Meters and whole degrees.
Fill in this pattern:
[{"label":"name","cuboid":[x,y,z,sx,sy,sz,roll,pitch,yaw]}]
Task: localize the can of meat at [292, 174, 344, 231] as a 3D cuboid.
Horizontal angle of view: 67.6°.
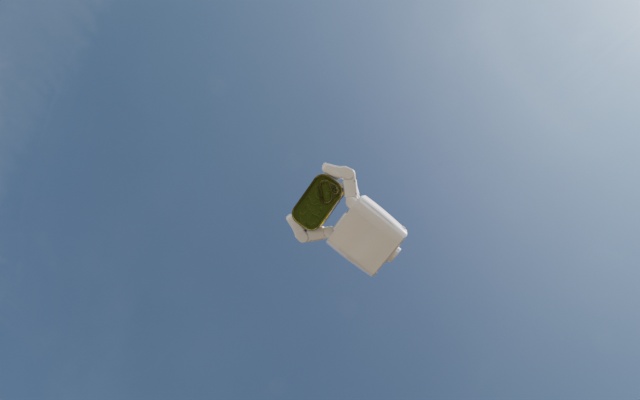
[{"label":"can of meat","cuboid":[0.000,0.003,0.880,0.057,0.102,0.084,36,6,7]}]
